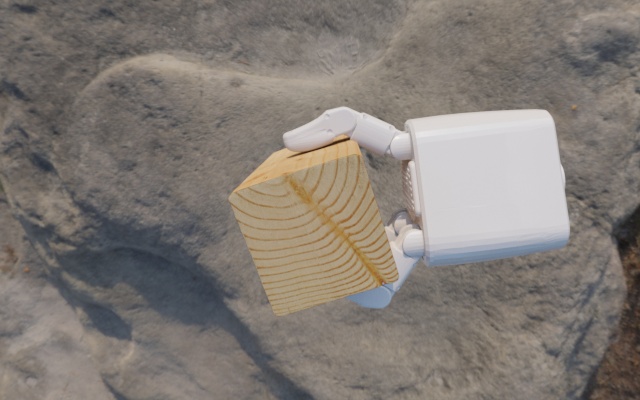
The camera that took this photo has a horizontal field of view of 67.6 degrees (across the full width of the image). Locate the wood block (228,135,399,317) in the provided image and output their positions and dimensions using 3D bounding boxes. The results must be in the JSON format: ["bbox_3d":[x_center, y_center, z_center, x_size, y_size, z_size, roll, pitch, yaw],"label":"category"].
[{"bbox_3d":[0.000,0.001,0.404,0.090,0.091,0.206,-18,11,6],"label":"wood block"}]
